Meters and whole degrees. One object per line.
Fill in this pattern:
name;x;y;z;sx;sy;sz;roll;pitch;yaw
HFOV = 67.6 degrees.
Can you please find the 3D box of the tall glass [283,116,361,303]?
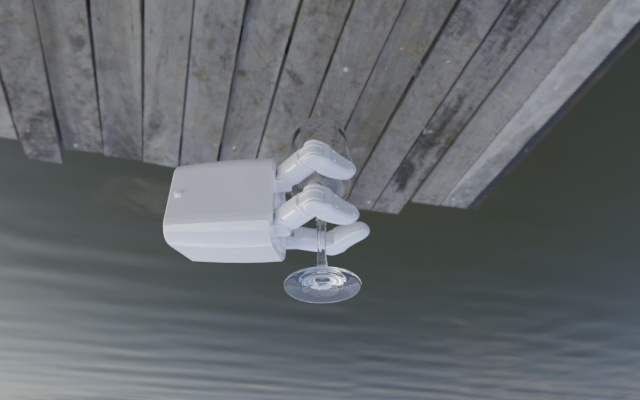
tall glass;0.000;0.002;0.511;0.079;0.200;0.079;0;-36;0
